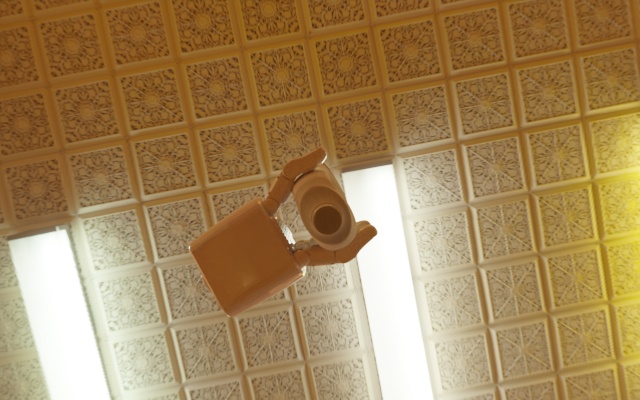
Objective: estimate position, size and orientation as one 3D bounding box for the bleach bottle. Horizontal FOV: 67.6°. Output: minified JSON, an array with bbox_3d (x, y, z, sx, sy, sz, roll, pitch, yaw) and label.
[{"bbox_3d":[0.000,0.002,0.588,0.068,0.102,0.251,-32,5,2],"label":"bleach bottle"}]
